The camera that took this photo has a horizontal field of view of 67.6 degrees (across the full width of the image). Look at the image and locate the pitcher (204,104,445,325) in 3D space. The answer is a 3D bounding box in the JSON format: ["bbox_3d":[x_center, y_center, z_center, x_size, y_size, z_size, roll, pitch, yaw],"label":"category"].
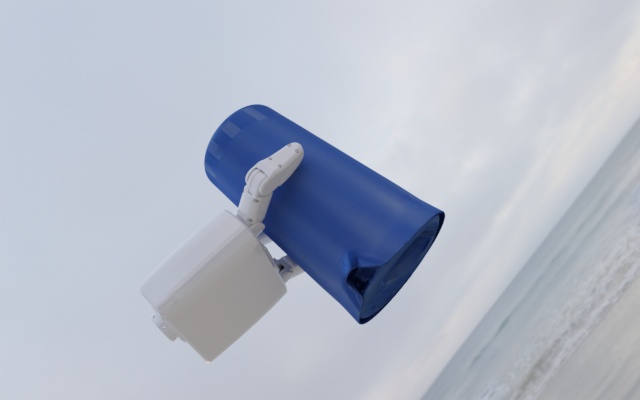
[{"bbox_3d":[0.000,0.002,0.506,0.242,0.145,0.149,38,-22,23],"label":"pitcher"}]
